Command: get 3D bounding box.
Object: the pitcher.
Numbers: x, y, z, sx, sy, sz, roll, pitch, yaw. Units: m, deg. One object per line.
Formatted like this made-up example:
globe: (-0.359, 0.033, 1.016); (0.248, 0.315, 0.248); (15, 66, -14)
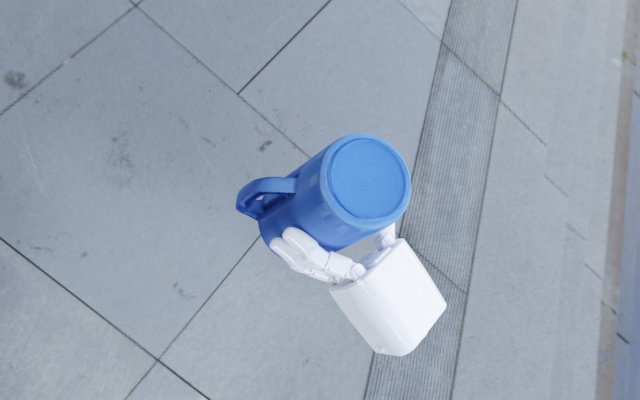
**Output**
pitcher: (0.000, 0.002, 0.603); (0.149, 0.145, 0.243); (-34, 0, -24)
